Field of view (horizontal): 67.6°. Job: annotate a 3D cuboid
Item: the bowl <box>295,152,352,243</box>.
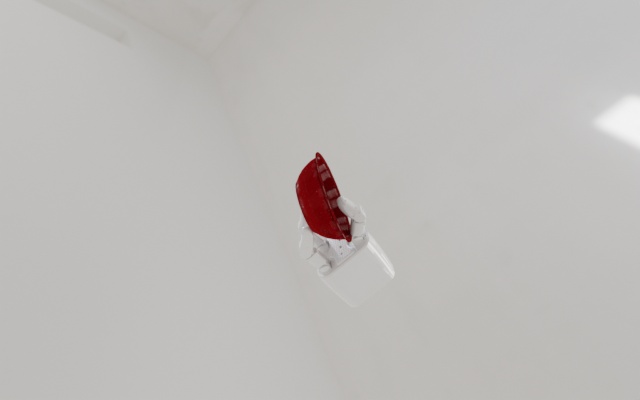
[{"bbox_3d":[-0.001,0.002,0.806,0.055,0.162,0.162,-20,-3,9],"label":"bowl"}]
